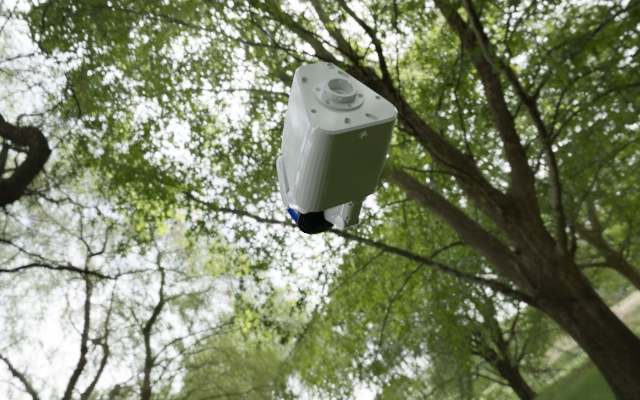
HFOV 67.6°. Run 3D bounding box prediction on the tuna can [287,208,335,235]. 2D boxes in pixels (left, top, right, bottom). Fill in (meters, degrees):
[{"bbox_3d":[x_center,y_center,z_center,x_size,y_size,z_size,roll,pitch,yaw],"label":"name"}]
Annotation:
[{"bbox_3d":[0.000,0.002,0.613,0.086,0.086,0.033,0,41,-44],"label":"tuna can"}]
